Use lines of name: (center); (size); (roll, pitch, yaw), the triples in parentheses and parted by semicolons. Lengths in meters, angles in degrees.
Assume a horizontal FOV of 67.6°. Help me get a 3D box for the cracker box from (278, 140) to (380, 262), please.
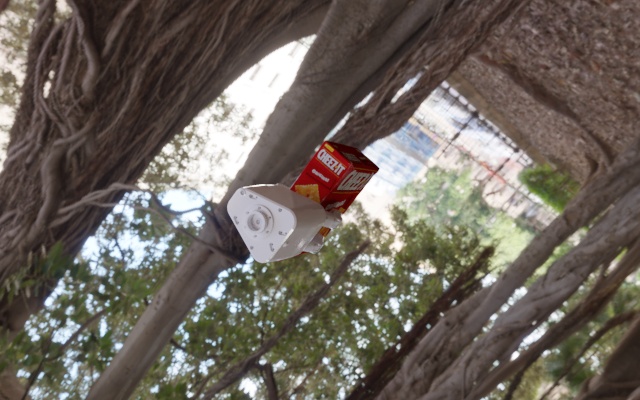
cracker box: (0.000, 0.003, 0.860); (0.072, 0.214, 0.164); (43, 16, 16)
